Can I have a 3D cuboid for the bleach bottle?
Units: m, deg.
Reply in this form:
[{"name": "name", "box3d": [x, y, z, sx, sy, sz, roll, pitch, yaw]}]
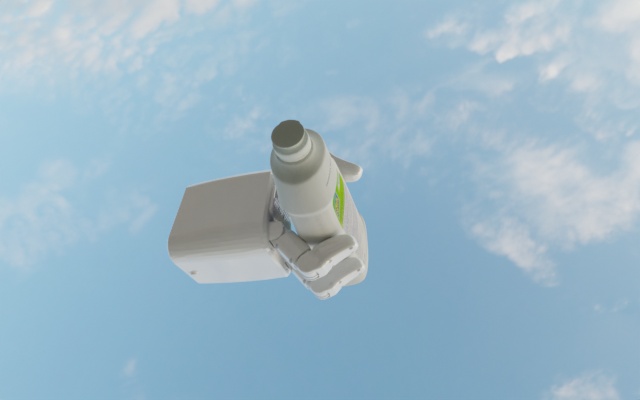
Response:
[{"name": "bleach bottle", "box3d": [0.000, 0.002, 0.490, 0.068, 0.102, 0.251, -8, -32, 9]}]
